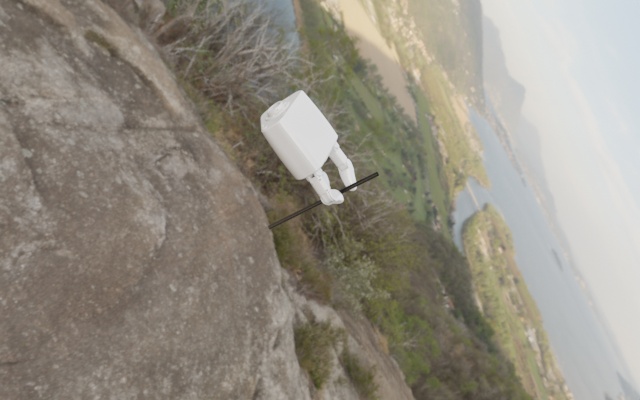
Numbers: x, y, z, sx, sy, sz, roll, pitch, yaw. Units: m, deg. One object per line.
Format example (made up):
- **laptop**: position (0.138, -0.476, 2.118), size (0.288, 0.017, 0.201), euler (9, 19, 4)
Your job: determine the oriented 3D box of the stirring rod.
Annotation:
- **stirring rod**: position (0.000, 0.003, 0.872), size (0.239, 0.011, 0.011), euler (-26, -11, 24)
